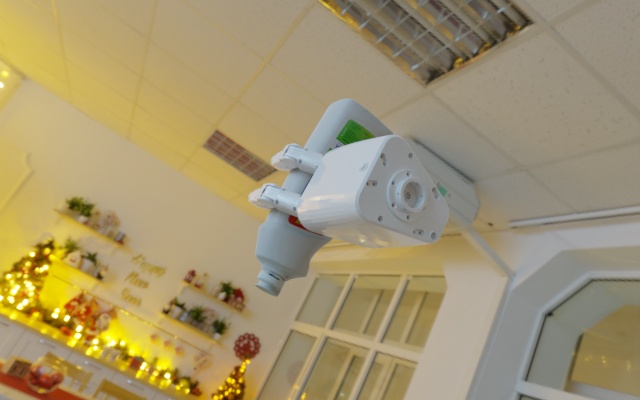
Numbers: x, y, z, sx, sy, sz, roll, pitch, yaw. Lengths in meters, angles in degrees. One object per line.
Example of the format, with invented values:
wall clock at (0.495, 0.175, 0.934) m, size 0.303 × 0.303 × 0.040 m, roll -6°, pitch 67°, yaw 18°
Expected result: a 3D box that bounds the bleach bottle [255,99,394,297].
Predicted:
bleach bottle at (0.000, 0.002, 0.581) m, size 0.102 × 0.250 × 0.068 m, roll 37°, pitch -22°, yaw -24°
